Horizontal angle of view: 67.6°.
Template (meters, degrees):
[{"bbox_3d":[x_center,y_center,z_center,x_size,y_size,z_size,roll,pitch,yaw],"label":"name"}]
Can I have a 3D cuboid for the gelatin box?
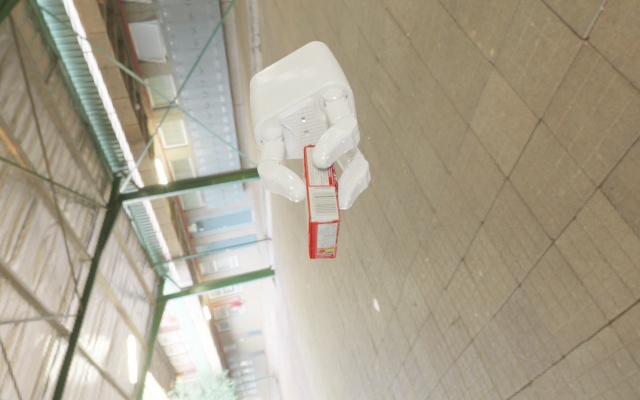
[{"bbox_3d":[0.000,0.002,0.464,0.030,0.089,0.073,-3,-33,-4],"label":"gelatin box"}]
